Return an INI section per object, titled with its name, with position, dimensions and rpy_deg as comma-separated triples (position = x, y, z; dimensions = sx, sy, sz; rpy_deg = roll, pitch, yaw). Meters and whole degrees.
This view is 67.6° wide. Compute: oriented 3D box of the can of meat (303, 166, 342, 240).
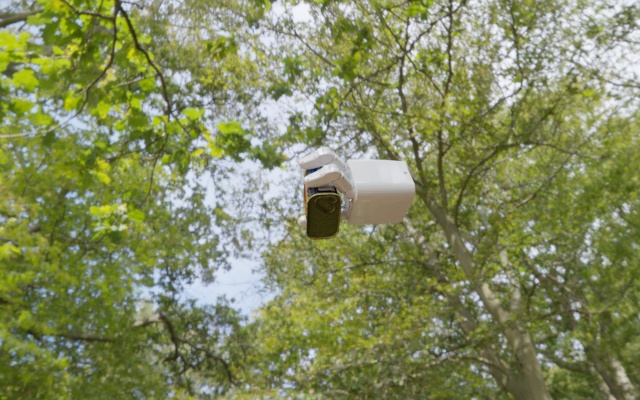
[can of meat]
position = 0.000, 0.003, 0.829
dimensions = 0.057, 0.102, 0.084
rpy_deg = -3, 40, -7
